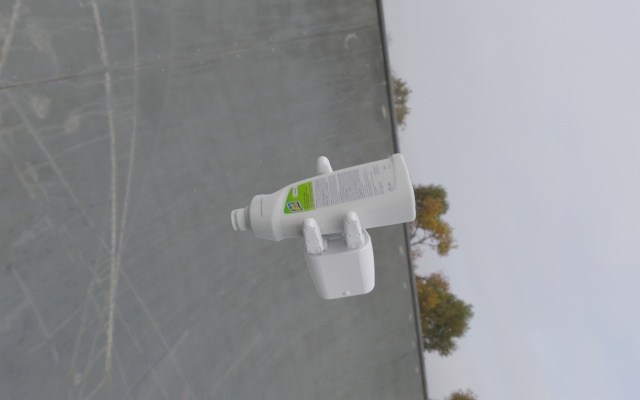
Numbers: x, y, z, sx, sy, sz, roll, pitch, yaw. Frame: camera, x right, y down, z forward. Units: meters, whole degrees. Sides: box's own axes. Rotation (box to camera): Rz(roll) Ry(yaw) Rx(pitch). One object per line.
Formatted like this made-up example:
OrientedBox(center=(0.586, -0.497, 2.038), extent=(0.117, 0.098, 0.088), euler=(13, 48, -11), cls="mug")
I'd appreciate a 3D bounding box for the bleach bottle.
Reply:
OrientedBox(center=(0.000, 0.002, 0.674), extent=(0.251, 0.068, 0.102), euler=(-9, 41, 4), cls="bleach bottle")
